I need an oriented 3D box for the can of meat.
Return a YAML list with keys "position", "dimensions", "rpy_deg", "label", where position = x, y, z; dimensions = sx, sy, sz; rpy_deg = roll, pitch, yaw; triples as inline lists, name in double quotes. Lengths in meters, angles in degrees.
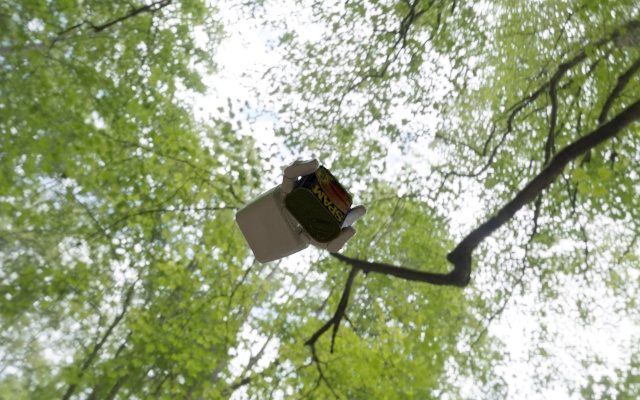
- position: [0.000, 0.002, 0.765]
  dimensions: [0.057, 0.102, 0.084]
  rpy_deg: [-30, 18, 35]
  label: "can of meat"
